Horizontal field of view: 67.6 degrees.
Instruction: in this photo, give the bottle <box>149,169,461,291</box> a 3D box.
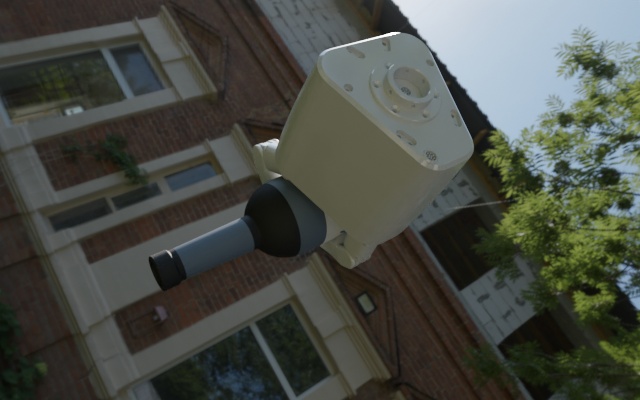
[{"bbox_3d":[0.000,0.001,0.413,0.295,0.069,0.069,-24,12,-29],"label":"bottle"}]
